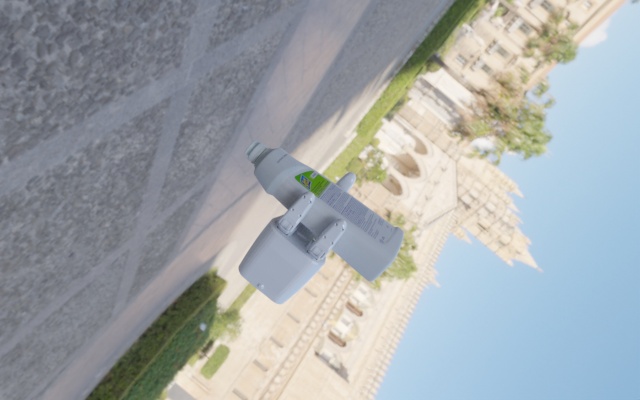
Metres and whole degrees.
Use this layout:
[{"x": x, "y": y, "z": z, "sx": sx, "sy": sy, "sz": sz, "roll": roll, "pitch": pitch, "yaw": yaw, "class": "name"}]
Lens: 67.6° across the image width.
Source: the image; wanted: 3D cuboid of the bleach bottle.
[{"x": 0.000, "y": 0.002, "z": 0.680, "sx": 0.251, "sy": 0.068, "sz": 0.102, "roll": 40, "pitch": 27, "yaw": 0, "class": "bleach bottle"}]
